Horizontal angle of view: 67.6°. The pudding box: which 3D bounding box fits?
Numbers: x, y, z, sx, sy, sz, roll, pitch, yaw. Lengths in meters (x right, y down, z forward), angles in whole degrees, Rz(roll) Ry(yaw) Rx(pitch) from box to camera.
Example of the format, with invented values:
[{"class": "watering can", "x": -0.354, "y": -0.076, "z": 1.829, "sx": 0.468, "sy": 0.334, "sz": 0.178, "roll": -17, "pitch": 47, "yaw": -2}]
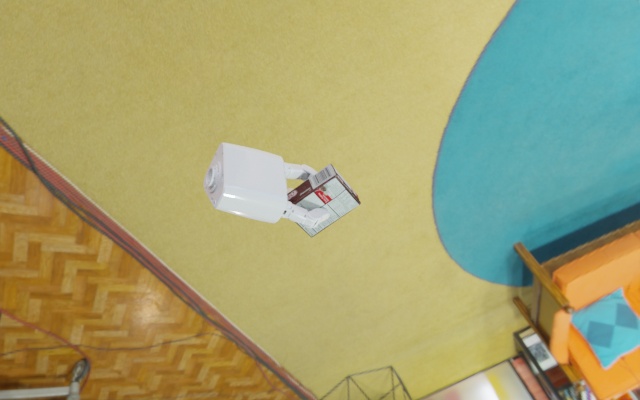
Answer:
[{"class": "pudding box", "x": 0.000, "y": 0.003, "z": 0.830, "sx": 0.113, "sy": 0.039, "sz": 0.090, "roll": -33, "pitch": -48, "yaw": 12}]
